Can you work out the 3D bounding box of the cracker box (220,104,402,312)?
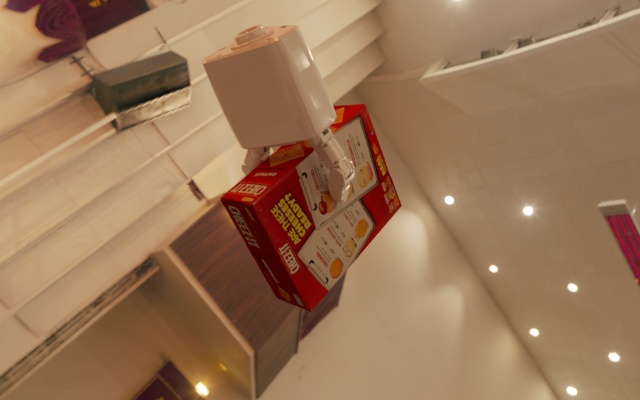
[{"bbox_3d":[0.000,0.002,0.601,0.072,0.164,0.213,8,42,44],"label":"cracker box"}]
